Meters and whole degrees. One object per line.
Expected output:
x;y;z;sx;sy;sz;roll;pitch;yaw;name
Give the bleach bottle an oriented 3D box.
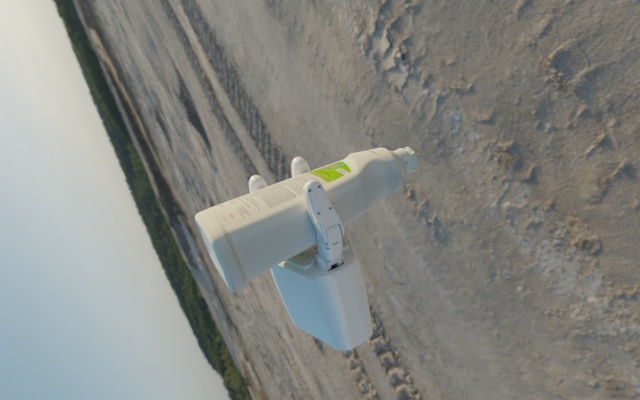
0.000;0.002;0.511;0.251;0.068;0.102;-24;26;-17;bleach bottle
